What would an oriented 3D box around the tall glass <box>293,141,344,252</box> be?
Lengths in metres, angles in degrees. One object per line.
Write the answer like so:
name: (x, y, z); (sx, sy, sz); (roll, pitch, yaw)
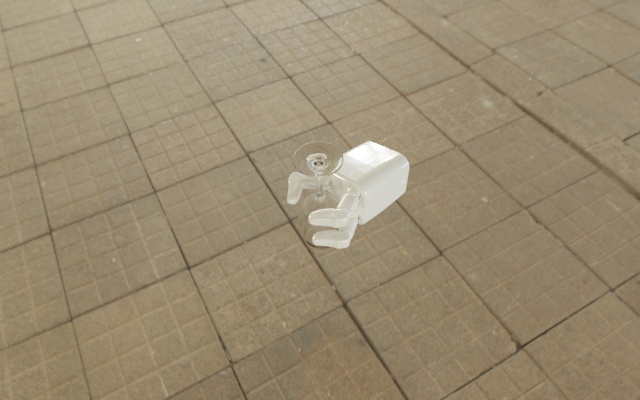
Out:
tall glass: (0.000, 0.002, 0.773); (0.079, 0.079, 0.201); (0, -40, 2)
